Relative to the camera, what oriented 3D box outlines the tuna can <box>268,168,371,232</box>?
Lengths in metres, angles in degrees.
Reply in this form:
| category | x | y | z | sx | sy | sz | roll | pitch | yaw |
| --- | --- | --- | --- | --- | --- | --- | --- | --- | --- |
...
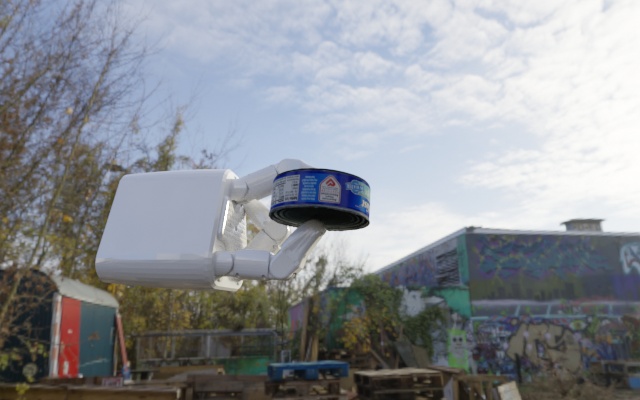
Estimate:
| category | x | y | z | sx | sy | sz | roll | pitch | yaw |
| --- | --- | --- | --- | --- | --- | --- | --- | --- | --- |
| tuna can | 0.000 | 0.001 | 0.408 | 0.086 | 0.033 | 0.086 | 4 | -15 | 1 |
